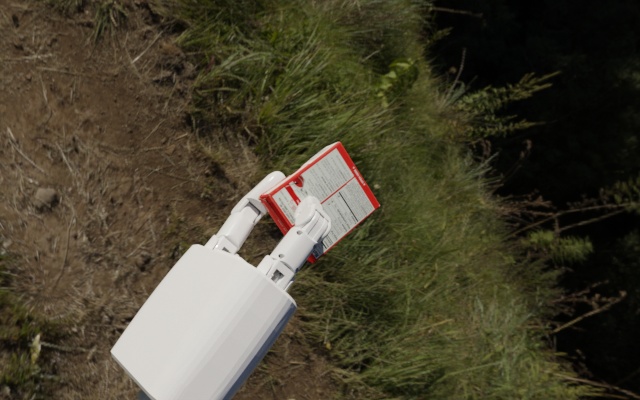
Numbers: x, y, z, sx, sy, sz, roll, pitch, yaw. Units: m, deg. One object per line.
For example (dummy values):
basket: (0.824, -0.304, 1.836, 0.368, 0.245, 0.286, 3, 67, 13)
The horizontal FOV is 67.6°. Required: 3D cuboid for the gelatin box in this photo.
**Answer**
gelatin box: (0.001, 0.001, 0.435, 0.089, 0.073, 0.030, -39, 13, -22)
